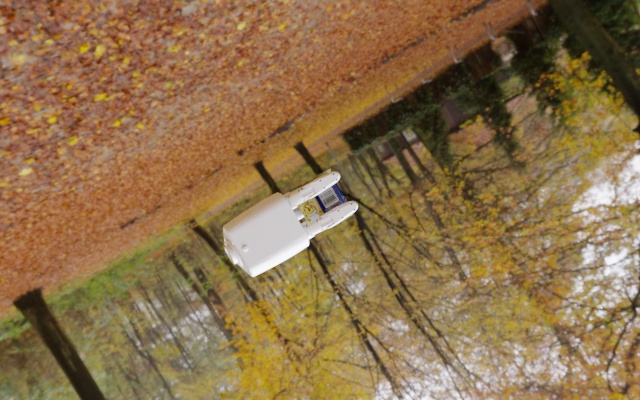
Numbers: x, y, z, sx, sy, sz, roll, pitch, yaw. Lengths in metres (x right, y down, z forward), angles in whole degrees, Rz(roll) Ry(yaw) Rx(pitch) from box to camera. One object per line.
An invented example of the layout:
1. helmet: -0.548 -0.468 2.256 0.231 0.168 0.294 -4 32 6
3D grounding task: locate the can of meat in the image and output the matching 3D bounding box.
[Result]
1. can of meat: 0.000 0.003 0.799 0.057 0.084 0.102 -31 3 -24
